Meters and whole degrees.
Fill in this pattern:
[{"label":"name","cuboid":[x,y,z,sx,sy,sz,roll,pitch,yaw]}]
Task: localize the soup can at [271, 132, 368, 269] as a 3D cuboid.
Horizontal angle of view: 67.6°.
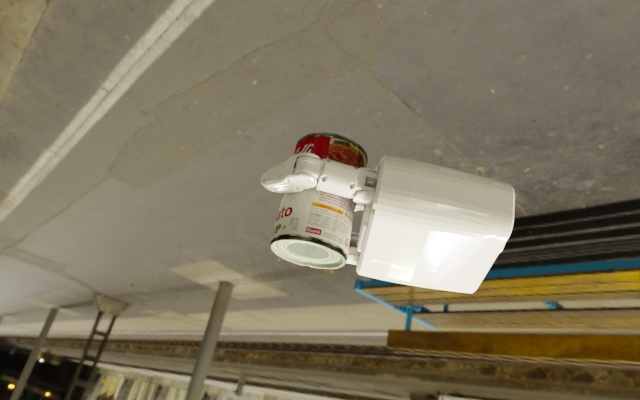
[{"label":"soup can","cuboid":[0.000,0.001,0.420,0.068,0.102,0.068,11,-25,5]}]
